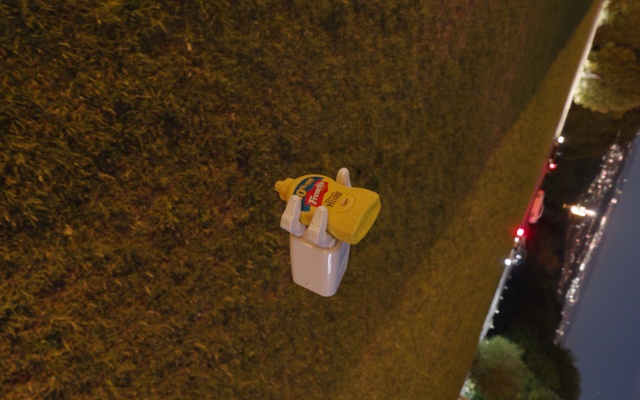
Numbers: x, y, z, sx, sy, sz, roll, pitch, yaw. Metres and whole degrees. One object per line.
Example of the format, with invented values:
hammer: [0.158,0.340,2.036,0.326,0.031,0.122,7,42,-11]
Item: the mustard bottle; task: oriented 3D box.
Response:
mustard bottle: [0.000,0.003,0.826,0.191,0.096,0.058,20,-30,29]
